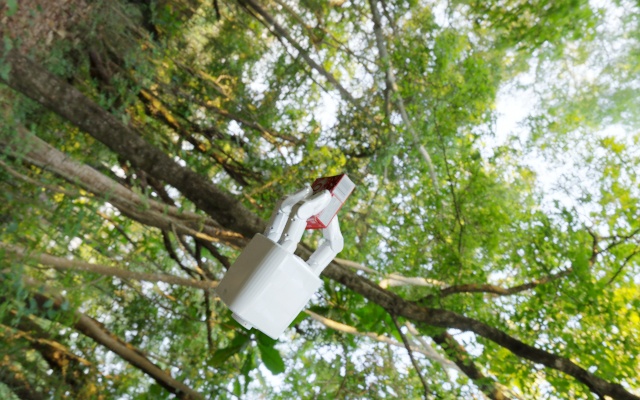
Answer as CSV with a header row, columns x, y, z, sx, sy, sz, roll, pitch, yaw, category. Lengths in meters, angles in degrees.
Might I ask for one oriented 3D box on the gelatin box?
x,y,z,sx,sy,sz,roll,pitch,yaw,category
0.001,0.002,0.714,0.030,0.089,0.073,48,-28,-23,gelatin box
